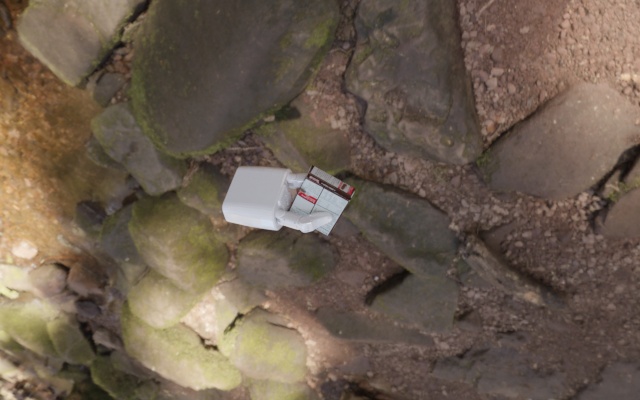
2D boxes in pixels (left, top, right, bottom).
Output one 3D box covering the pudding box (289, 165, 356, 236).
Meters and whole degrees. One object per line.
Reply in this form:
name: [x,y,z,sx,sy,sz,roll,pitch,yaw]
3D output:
pudding box: [0.000,0.003,0.857,0.090,0.039,0.114,28,-43,-1]
